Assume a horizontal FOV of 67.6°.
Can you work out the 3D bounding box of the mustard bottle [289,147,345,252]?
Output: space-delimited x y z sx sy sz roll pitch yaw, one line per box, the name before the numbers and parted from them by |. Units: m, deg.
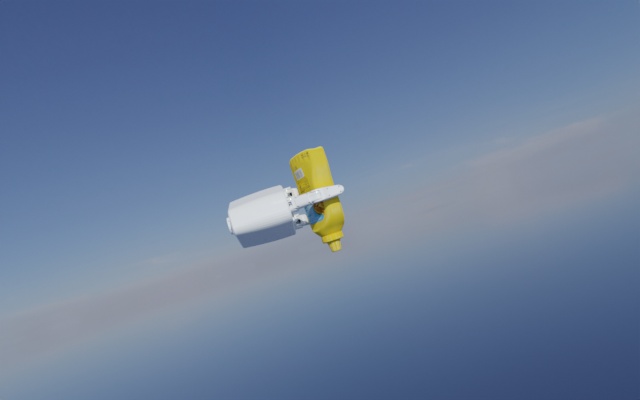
mustard bottle | 0.000 0.003 0.892 0.058 0.191 0.096 -15 -6 -29
